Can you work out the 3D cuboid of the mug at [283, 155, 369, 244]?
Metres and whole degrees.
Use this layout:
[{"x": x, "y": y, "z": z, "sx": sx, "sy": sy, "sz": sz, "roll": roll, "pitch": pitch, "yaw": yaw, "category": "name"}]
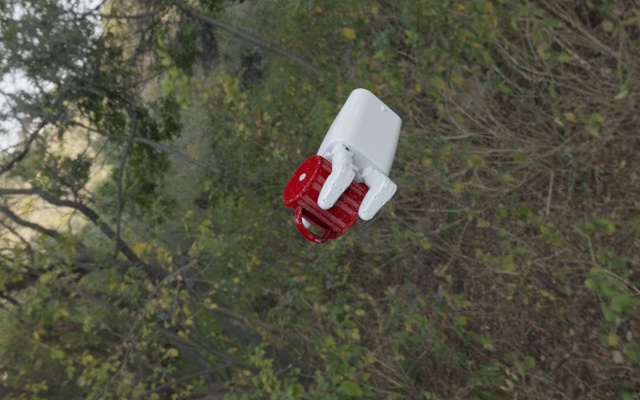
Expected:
[{"x": -0.001, "y": 0.003, "z": 0.635, "sx": 0.081, "sy": 0.117, "sz": 0.093, "roll": 36, "pitch": -35, "yaw": -21, "category": "mug"}]
